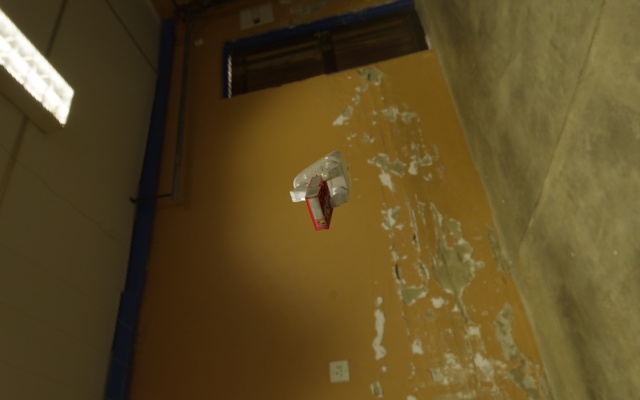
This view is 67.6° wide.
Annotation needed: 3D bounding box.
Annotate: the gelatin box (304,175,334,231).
[{"bbox_3d":[0.000,0.003,0.900,0.030,0.073,0.089,-10,27,15],"label":"gelatin box"}]
